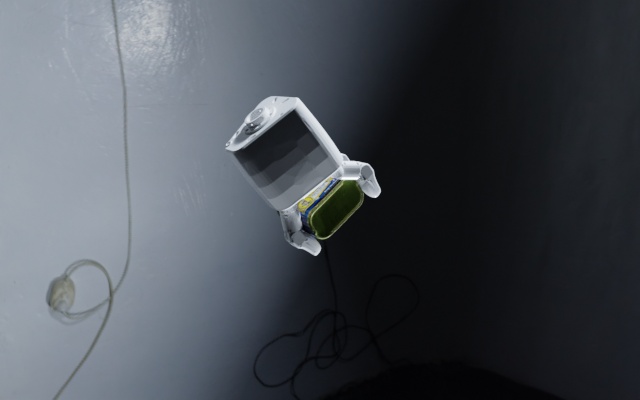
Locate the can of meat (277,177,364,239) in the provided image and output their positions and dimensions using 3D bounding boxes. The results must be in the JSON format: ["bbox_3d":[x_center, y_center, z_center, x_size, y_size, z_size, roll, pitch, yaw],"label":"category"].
[{"bbox_3d":[0.000,0.002,0.690,0.102,0.057,0.084,-45,33,-17],"label":"can of meat"}]
